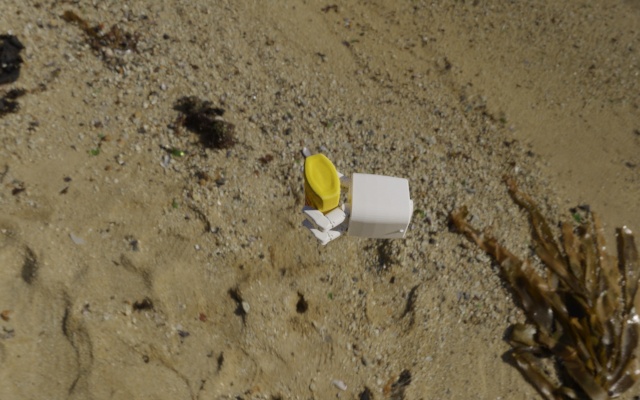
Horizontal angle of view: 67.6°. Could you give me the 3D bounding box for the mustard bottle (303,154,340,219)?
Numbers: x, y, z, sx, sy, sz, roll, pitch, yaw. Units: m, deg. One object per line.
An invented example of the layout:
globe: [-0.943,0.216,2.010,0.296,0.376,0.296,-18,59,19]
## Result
mustard bottle: [0.000,0.003,0.899,0.058,0.096,0.192,-18,-28,-11]
